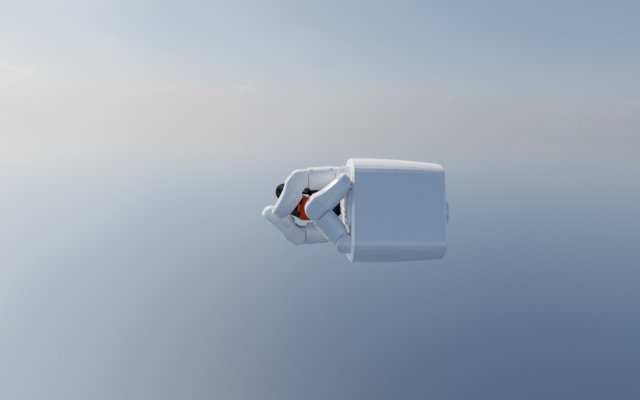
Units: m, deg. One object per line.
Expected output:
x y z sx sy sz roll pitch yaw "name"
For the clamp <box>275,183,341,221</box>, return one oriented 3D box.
0.000 0.001 0.624 0.120 0.039 0.171 1 9 -4 "clamp"
